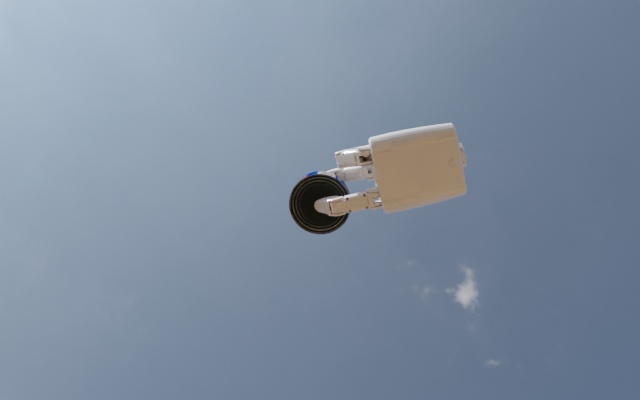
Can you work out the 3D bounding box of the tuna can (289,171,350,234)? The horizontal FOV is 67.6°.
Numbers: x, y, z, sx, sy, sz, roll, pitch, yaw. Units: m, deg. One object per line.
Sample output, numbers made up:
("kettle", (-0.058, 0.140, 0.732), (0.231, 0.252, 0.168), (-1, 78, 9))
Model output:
("tuna can", (0.000, 0.002, 0.673), (0.086, 0.086, 0.033), (0, 13, 4))
